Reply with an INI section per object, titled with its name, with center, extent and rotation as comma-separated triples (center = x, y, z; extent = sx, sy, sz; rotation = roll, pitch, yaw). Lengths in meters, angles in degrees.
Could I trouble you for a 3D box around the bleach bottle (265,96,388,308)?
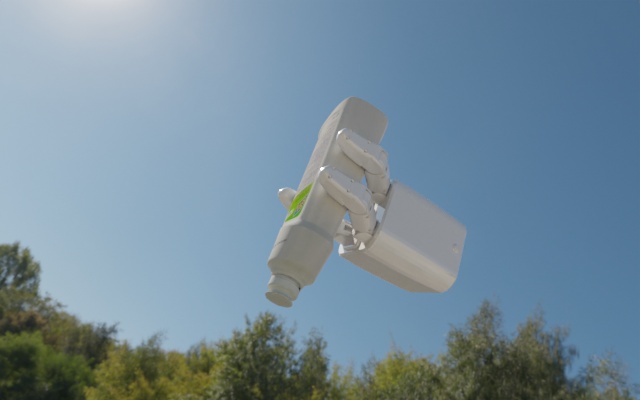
[bleach bottle]
center = 0.000, 0.002, 0.523
extent = 0.068, 0.250, 0.103
rotation = 30, -34, -9
